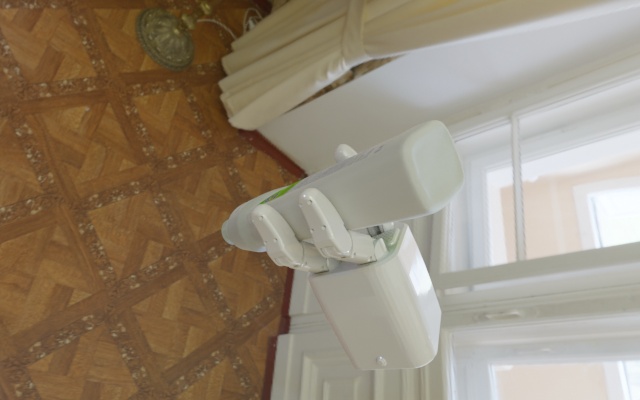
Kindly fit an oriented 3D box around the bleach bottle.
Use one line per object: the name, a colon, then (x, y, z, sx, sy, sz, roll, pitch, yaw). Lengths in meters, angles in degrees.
bleach bottle: (0.000, 0.001, 0.456, 0.251, 0.068, 0.102, -18, 8, 38)
